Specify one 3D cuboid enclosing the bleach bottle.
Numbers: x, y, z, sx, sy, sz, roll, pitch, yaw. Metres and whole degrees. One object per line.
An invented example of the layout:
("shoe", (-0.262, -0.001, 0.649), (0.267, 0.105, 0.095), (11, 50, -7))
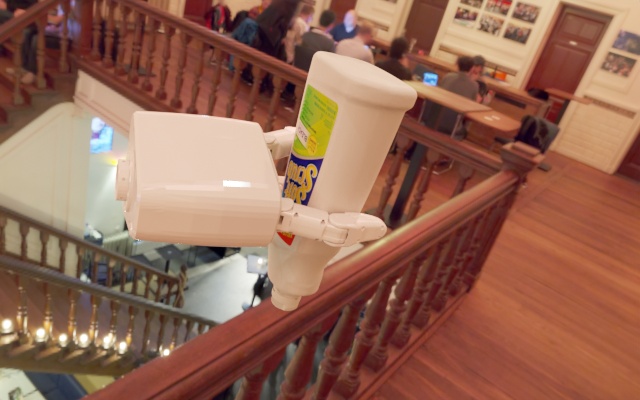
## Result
("bleach bottle", (0.000, 0.001, 0.440), (0.068, 0.251, 0.102), (3, 28, -28))
